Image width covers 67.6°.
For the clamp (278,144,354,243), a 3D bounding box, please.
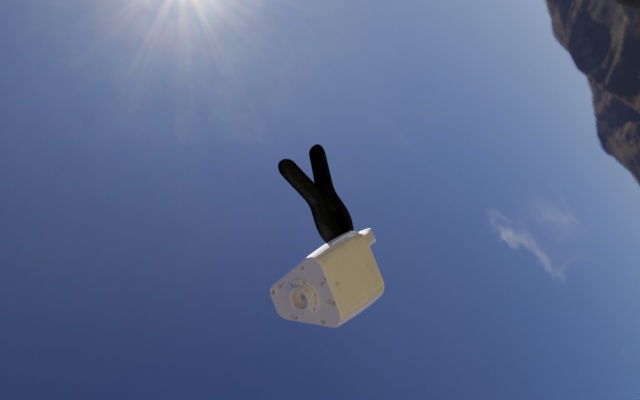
[{"bbox_3d":[0.000,0.003,0.680,0.039,0.171,0.120,-27,-4,35],"label":"clamp"}]
